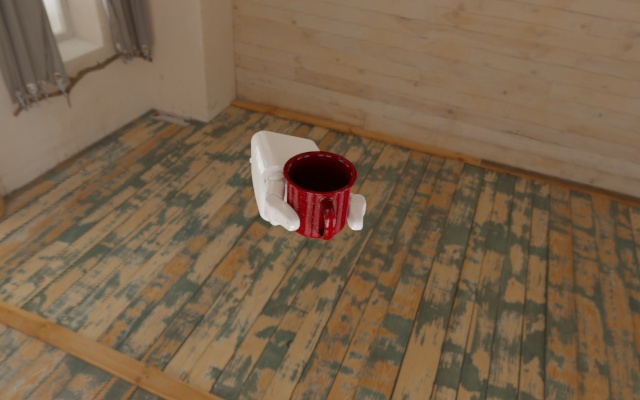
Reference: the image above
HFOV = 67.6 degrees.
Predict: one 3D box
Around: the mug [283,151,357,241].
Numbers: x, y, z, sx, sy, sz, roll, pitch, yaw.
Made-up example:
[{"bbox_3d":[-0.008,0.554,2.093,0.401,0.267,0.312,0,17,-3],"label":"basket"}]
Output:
[{"bbox_3d":[0.001,0.003,0.609,0.093,0.082,0.117,-6,40,-14],"label":"mug"}]
